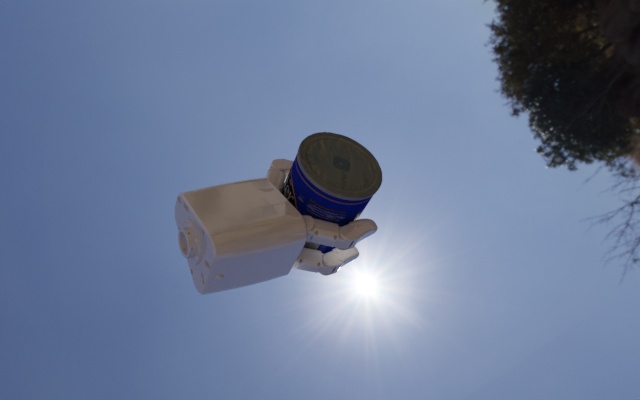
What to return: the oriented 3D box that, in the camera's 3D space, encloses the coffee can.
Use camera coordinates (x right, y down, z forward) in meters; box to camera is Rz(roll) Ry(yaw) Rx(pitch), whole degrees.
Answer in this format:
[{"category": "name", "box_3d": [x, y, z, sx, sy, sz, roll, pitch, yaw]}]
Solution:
[{"category": "coffee can", "box_3d": [0.000, 0.002, 0.587, 0.103, 0.102, 0.140, 0, -40, -27]}]
